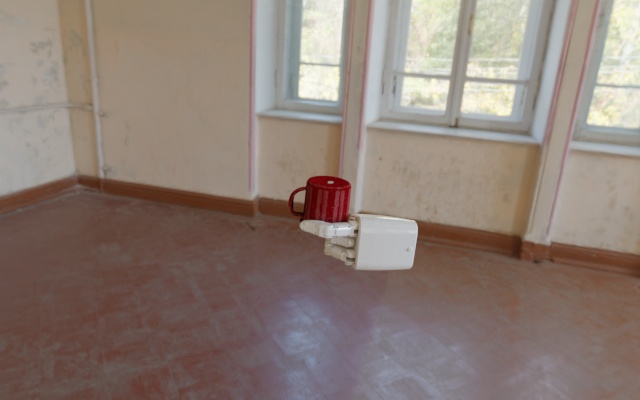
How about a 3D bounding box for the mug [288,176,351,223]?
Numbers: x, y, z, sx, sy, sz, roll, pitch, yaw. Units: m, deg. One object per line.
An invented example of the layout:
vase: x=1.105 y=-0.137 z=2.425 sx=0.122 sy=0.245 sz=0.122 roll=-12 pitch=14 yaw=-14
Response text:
mug: x=-0.001 y=0.003 z=0.867 sx=0.117 sy=0.081 sz=0.093 roll=3 pitch=18 yaw=-9
